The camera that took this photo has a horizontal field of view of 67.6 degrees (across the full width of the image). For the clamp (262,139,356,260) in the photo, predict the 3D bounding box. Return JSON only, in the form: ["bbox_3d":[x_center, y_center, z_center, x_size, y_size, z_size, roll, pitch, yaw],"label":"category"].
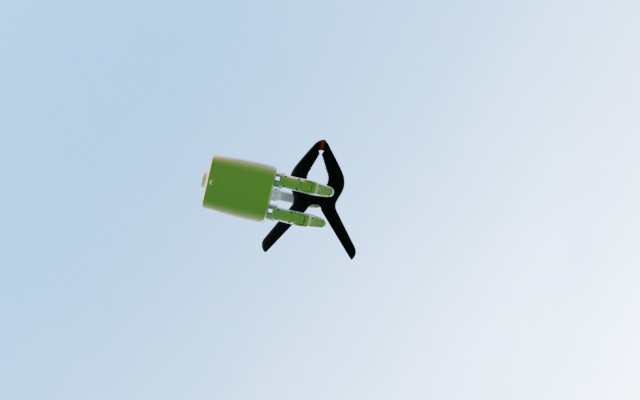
[{"bbox_3d":[0.000,0.002,0.825,0.164,0.210,0.036,13,3,-11],"label":"clamp"}]
